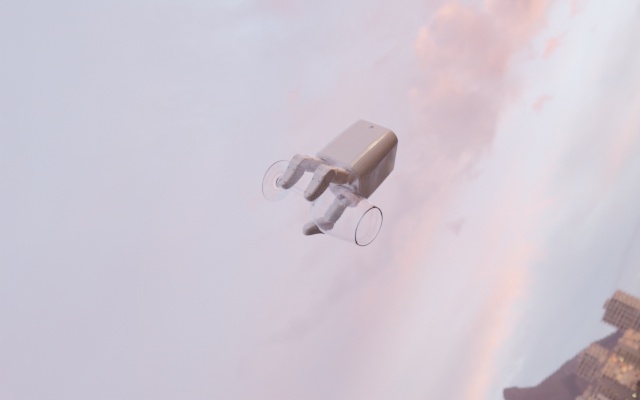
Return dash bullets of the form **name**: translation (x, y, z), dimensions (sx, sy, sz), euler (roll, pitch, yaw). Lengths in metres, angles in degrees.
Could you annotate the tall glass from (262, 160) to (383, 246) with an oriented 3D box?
- **tall glass**: translation (0.000, 0.002, 0.744), dimensions (0.201, 0.079, 0.079), euler (27, 18, 38)
